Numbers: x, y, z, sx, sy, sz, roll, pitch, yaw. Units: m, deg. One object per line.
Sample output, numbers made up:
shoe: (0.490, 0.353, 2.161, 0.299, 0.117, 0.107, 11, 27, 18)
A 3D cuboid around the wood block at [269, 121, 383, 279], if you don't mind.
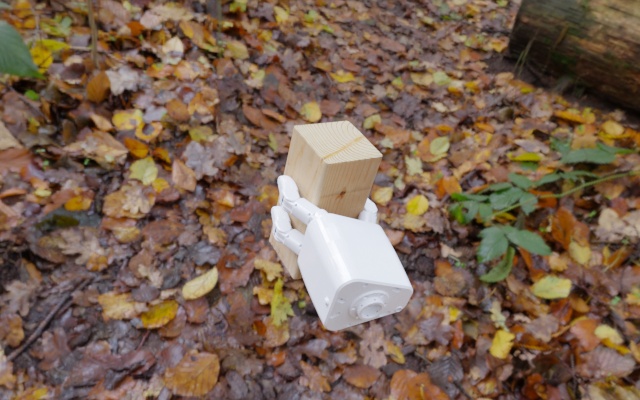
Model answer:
wood block: (0.001, 0.002, 0.674, 0.091, 0.206, 0.090, -11, 45, -31)
